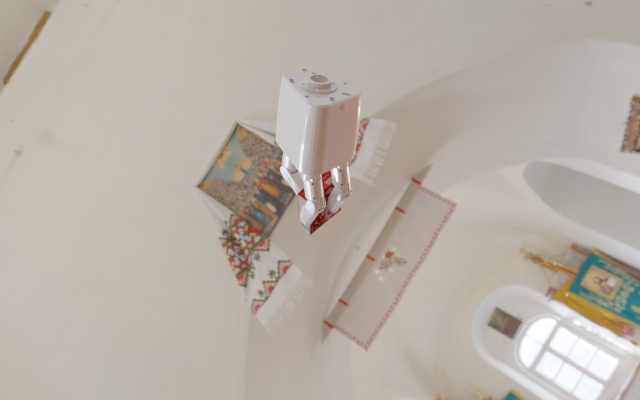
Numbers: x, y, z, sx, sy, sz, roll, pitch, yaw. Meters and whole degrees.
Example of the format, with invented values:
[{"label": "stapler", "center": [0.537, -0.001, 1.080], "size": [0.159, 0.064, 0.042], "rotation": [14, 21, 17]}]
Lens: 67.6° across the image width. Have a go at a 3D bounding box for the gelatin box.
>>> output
[{"label": "gelatin box", "center": [0.000, 0.002, 0.759], "size": [0.030, 0.089, 0.073], "rotation": [37, 60, 26]}]
